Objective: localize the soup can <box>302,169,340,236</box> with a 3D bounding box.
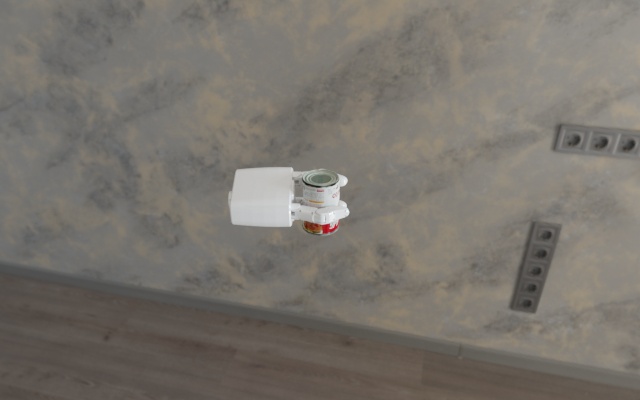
[{"bbox_3d":[0.001,0.003,0.860,0.068,0.102,0.068,0,30,0],"label":"soup can"}]
